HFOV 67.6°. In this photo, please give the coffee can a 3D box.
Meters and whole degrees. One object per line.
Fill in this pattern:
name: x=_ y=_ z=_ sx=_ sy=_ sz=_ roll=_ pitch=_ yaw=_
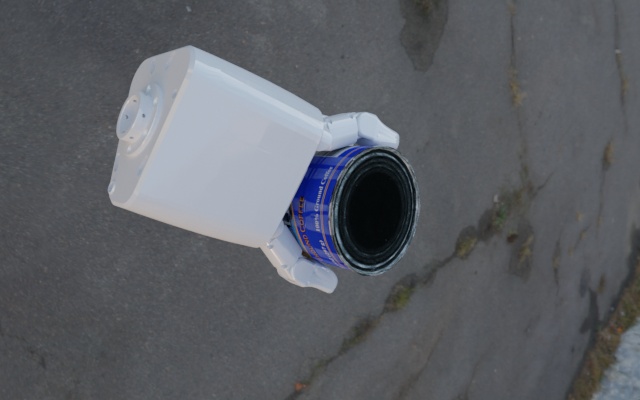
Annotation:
coffee can: x=0.000 y=0.001 z=0.422 sx=0.103 sy=0.103 sz=0.140 roll=0 pitch=6 yaw=-42
